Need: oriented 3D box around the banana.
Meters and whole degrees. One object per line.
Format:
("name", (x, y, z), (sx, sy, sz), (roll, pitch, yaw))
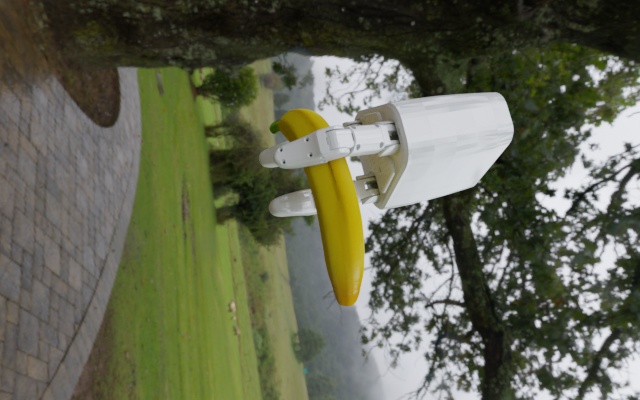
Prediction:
("banana", (0.003, -0.011, 0.409), (0.037, 0.197, 0.070), (-10, -29, -21))
